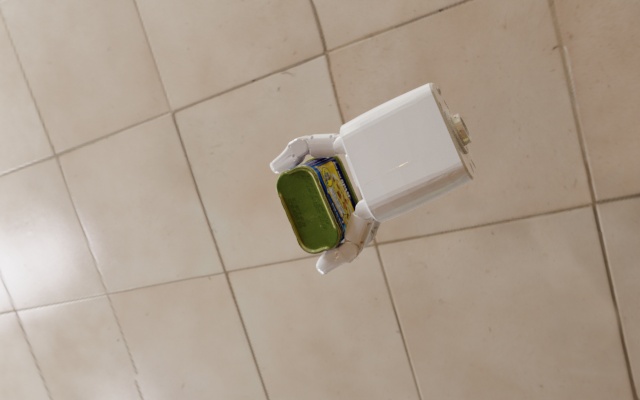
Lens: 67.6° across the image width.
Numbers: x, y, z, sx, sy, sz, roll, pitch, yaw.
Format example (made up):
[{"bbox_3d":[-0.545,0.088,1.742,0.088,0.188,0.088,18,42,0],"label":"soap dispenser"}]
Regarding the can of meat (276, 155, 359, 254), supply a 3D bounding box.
[{"bbox_3d":[0.000,0.002,0.544,0.057,0.102,0.084,-21,5,24],"label":"can of meat"}]
